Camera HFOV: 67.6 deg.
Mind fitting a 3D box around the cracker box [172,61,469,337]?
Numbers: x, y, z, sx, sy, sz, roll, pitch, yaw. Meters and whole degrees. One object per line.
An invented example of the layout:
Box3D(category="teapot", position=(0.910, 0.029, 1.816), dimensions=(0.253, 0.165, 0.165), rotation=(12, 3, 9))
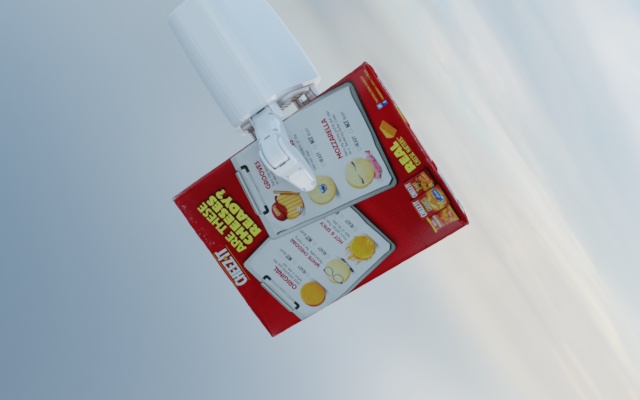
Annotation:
Box3D(category="cracker box", position=(0.000, 0.001, 0.448), dimensions=(0.214, 0.164, 0.072), rotation=(-33, 6, 14))
